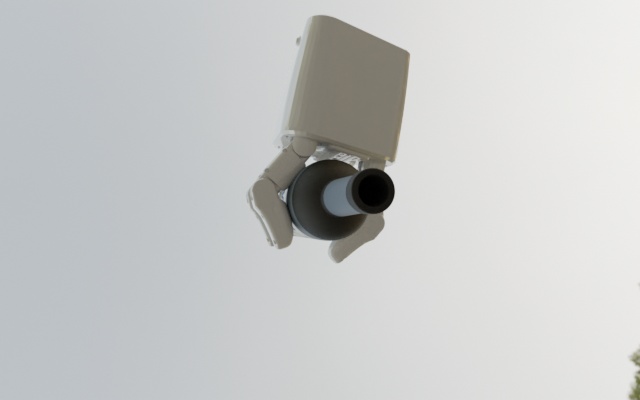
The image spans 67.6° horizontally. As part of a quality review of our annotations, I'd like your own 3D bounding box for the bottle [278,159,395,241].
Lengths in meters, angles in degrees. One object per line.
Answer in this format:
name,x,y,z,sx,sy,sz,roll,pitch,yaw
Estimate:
bottle,0.000,0.001,0.423,0.069,0.069,0.296,0,-3,-12
